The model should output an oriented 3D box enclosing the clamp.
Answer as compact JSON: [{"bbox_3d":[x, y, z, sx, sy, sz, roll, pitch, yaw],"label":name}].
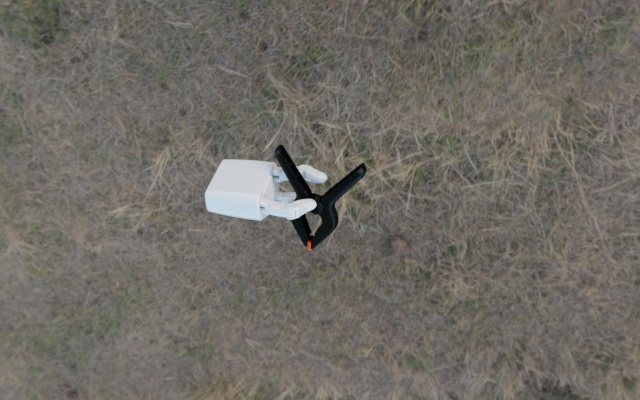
[{"bbox_3d":[0.000,0.004,0.874,0.164,0.210,0.036,8,32,15],"label":"clamp"}]
